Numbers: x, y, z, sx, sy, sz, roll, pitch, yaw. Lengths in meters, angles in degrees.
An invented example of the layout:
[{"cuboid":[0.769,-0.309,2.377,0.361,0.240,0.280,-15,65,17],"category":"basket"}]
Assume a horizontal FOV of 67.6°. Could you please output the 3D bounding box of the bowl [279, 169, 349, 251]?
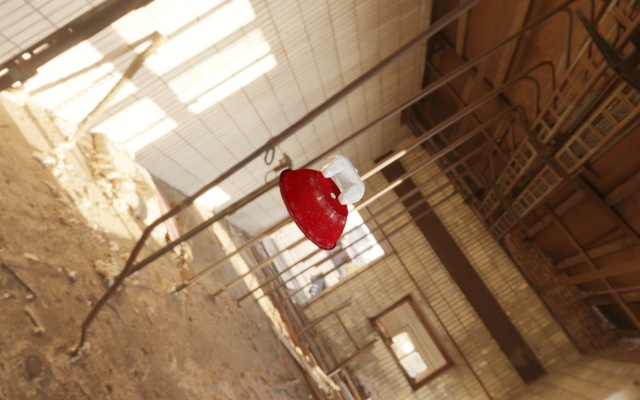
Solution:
[{"cuboid":[0.000,0.003,0.816,0.055,0.162,0.162,-32,-13,21],"category":"bowl"}]
